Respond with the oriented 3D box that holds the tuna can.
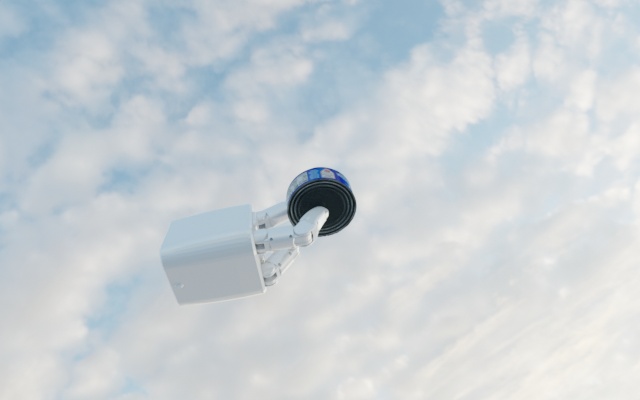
[{"bbox_3d":[0.000,0.002,0.597,0.086,0.086,0.033,0,33,-8],"label":"tuna can"}]
